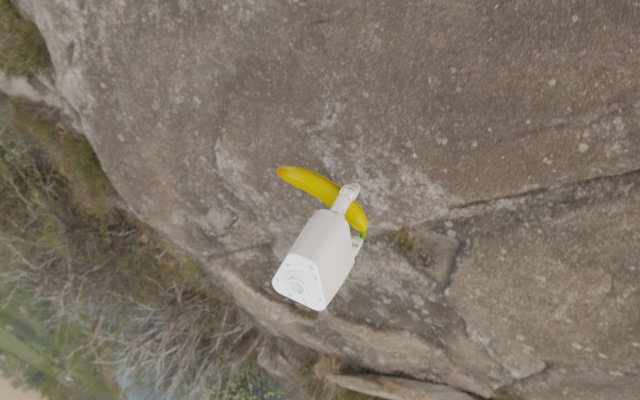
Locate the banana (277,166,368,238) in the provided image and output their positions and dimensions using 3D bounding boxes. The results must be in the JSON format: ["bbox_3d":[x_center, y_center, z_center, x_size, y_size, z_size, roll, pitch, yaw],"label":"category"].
[{"bbox_3d":[0.011,-0.004,0.817,0.070,0.198,0.037,-47,5,47],"label":"banana"}]
